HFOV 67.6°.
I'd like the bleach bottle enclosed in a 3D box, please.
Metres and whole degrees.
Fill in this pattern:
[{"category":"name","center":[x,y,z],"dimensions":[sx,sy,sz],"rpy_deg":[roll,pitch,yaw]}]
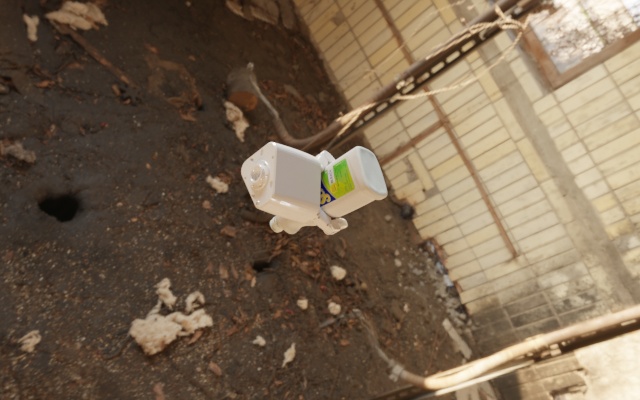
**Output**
[{"category":"bleach bottle","center":[0.000,0.003,0.888],"dimensions":[0.251,0.102,0.068],"rpy_deg":[-32,-32,33]}]
